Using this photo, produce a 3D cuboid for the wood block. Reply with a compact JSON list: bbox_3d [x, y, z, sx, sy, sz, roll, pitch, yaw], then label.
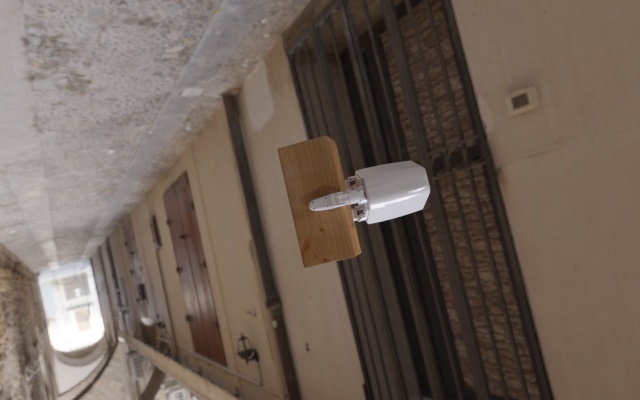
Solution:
[{"bbox_3d":[0.000,0.003,0.829,0.090,0.206,0.091,-14,-4,11],"label":"wood block"}]
